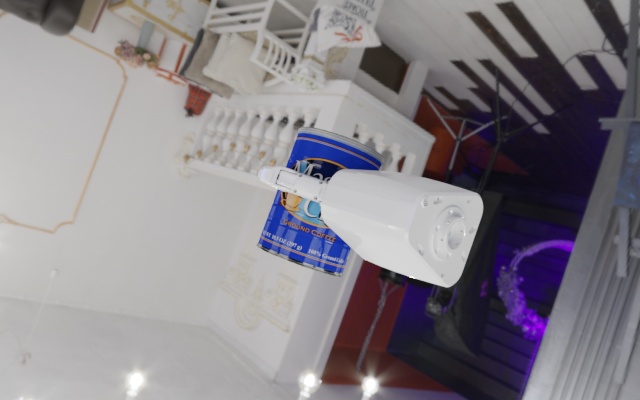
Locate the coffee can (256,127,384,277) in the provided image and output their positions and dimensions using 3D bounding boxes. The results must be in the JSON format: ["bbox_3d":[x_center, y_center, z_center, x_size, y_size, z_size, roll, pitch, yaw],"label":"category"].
[{"bbox_3d":[0.000,0.002,0.537,0.103,0.140,0.103,20,-3,1],"label":"coffee can"}]
